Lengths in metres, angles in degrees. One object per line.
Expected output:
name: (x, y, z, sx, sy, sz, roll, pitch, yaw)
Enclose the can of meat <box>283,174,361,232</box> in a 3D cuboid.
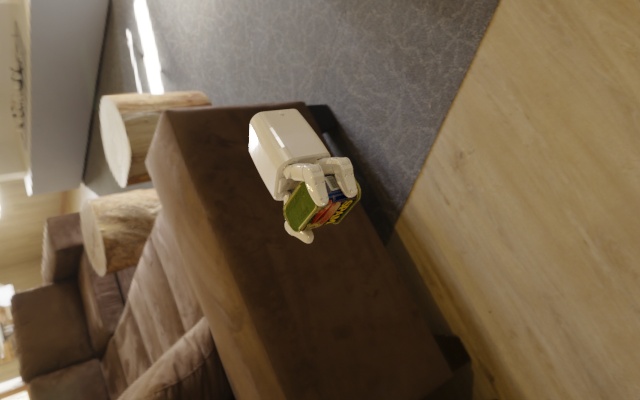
can of meat: (0.000, 0.003, 0.743, 0.084, 0.057, 0.102, -14, -25, -36)
